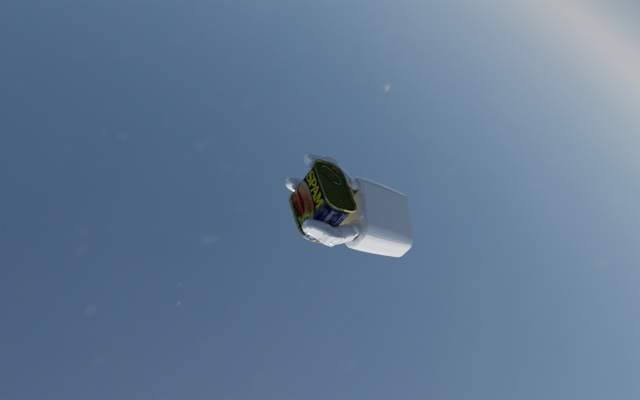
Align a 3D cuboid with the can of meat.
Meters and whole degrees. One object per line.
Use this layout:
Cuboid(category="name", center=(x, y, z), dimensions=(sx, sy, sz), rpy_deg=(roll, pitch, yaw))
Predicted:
Cuboid(category="can of meat", center=(0.000, 0.003, 0.739), dimensions=(0.057, 0.102, 0.084), rpy_deg=(13, -48, -34))
